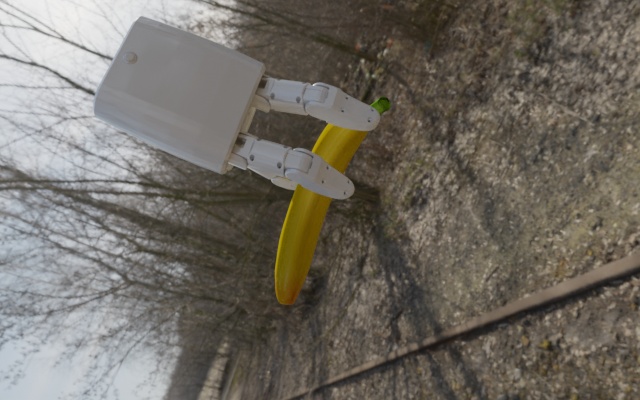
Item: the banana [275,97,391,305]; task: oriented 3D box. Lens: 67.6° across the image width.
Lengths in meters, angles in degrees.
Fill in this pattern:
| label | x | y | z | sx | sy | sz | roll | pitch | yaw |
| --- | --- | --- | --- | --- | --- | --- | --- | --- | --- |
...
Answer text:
| label | x | y | z | sx | sy | sz | roll | pitch | yaw |
| --- | --- | --- | --- | --- | --- | --- | --- | --- | --- |
| banana | -0.002 | -0.005 | 0.431 | 0.037 | 0.198 | 0.069 | 23 | 6 | -14 |
